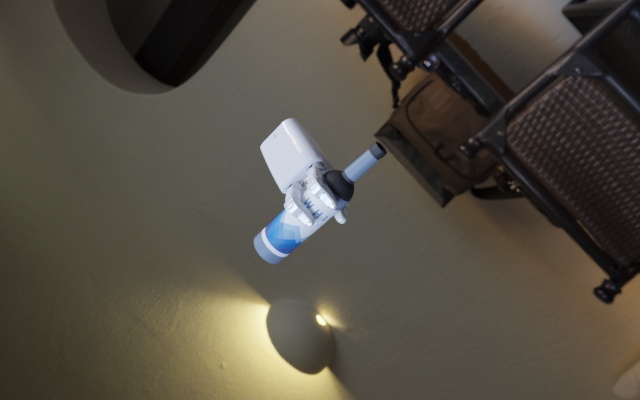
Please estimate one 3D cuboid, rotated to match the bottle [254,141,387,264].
[{"bbox_3d":[0.000,0.003,0.844,0.296,0.069,0.069,-42,-20,23],"label":"bottle"}]
